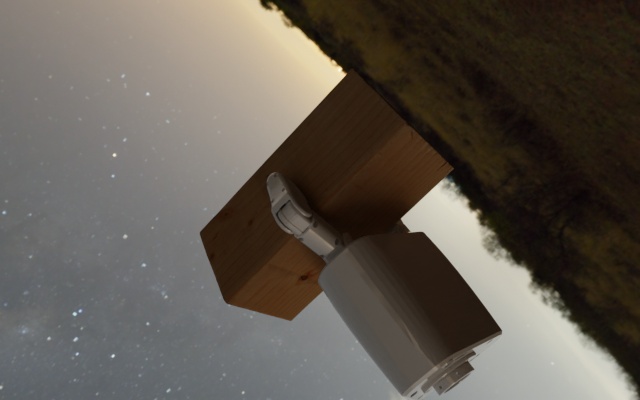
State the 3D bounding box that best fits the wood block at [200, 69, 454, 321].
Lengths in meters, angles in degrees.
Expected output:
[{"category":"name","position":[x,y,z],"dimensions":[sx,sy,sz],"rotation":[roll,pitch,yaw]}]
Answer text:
[{"category":"wood block","position":[0.000,0.002,0.426],"dimensions":[0.091,0.206,0.090],"rotation":[30,20,-46]}]
